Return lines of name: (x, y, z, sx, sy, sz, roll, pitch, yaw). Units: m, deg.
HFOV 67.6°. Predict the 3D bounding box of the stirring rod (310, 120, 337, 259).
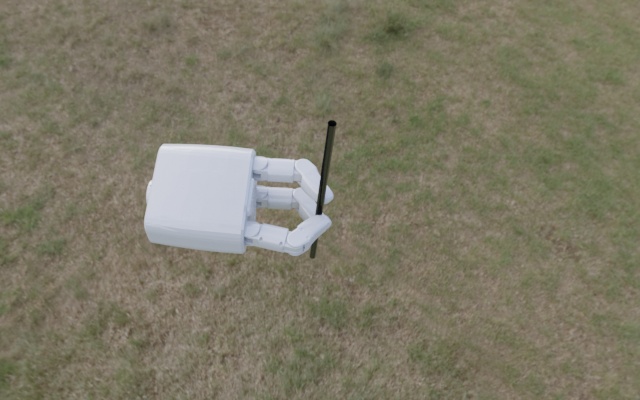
stirring rod: (0.000, 0.002, 0.521, 0.011, 0.011, 0.240, 0, -36, -6)
